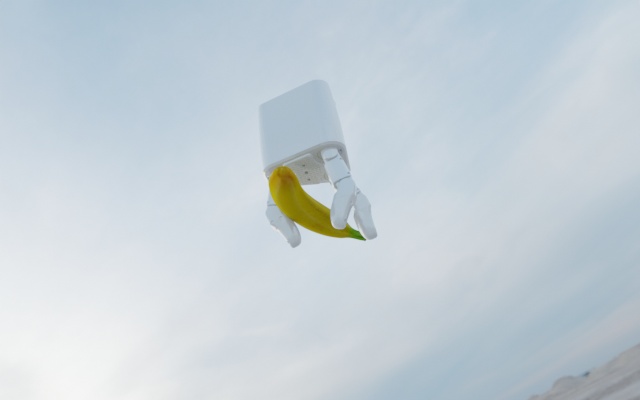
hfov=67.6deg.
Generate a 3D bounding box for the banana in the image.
[{"bbox_3d":[-0.014,0.006,0.576,0.069,0.037,0.198,-9,-26,30],"label":"banana"}]
